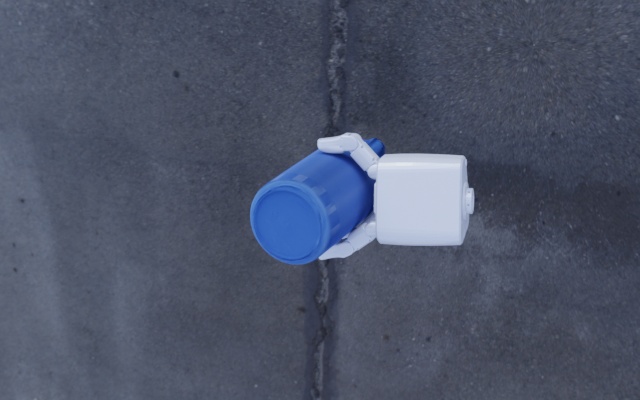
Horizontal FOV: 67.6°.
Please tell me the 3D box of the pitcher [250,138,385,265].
[{"bbox_3d":[0.000,0.002,0.669,0.145,0.149,0.242,3,18,23],"label":"pitcher"}]
